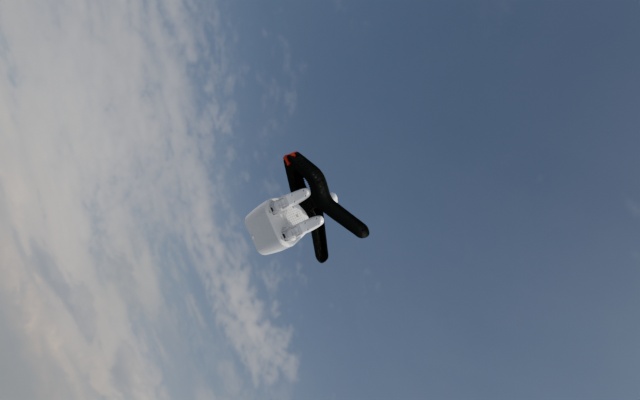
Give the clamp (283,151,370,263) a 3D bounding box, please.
[{"bbox_3d":[0.000,0.002,0.853,0.036,0.210,0.164,-24,-2,-36],"label":"clamp"}]
